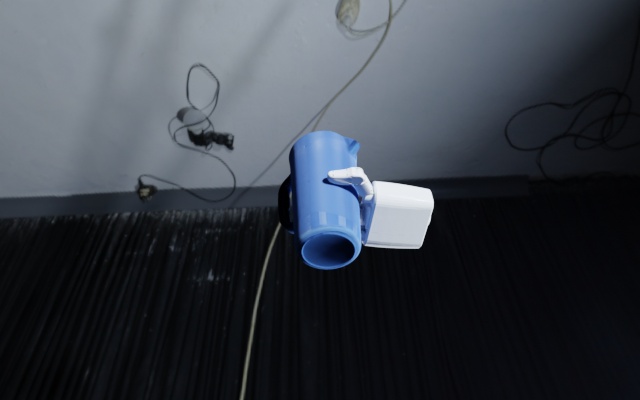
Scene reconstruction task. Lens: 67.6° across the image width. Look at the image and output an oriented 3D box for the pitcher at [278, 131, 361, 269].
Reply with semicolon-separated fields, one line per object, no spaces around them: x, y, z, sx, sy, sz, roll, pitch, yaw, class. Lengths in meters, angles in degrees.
0.000;0.003;0.855;0.145;0.149;0.242;6;44;-8;pitcher
